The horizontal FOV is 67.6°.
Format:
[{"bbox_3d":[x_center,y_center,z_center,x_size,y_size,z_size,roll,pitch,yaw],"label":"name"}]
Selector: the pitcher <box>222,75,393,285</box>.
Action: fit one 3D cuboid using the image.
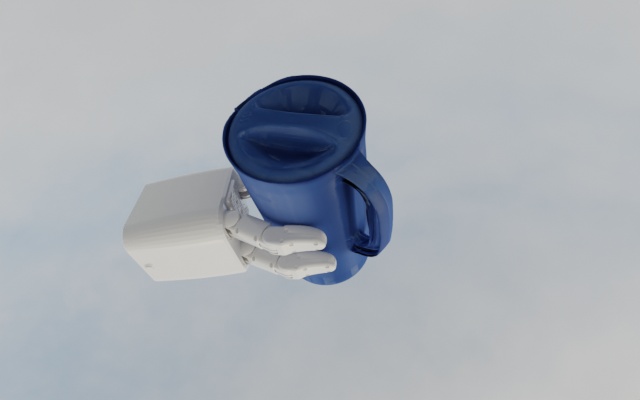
[{"bbox_3d":[0.000,0.002,0.518,0.145,0.149,0.243,-8,-36,6],"label":"pitcher"}]
